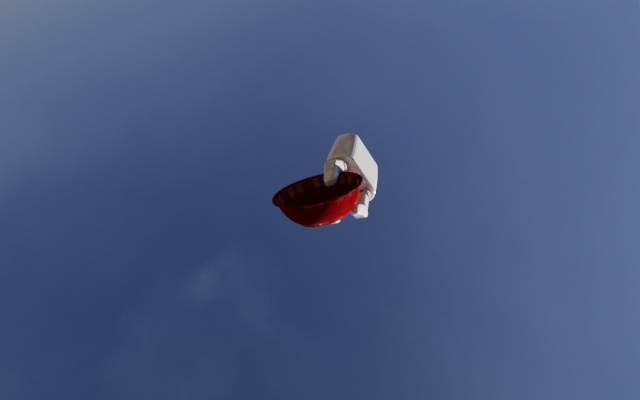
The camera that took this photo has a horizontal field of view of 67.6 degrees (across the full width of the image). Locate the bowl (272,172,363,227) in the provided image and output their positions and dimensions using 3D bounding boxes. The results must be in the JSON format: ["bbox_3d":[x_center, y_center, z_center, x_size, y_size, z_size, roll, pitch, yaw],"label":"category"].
[{"bbox_3d":[0.000,0.004,0.832,0.162,0.055,0.162,-13,19,4],"label":"bowl"}]
